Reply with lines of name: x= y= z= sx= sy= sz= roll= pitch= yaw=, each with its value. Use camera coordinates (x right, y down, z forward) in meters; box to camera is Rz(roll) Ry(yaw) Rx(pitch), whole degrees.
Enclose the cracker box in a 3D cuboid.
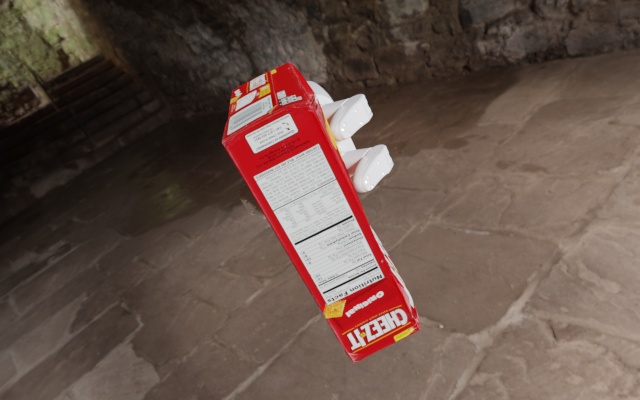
cracker box: x=0.000 y=0.001 z=0.413 sx=0.072 sy=0.214 sz=0.164 roll=-26 pitch=25 yaw=4
